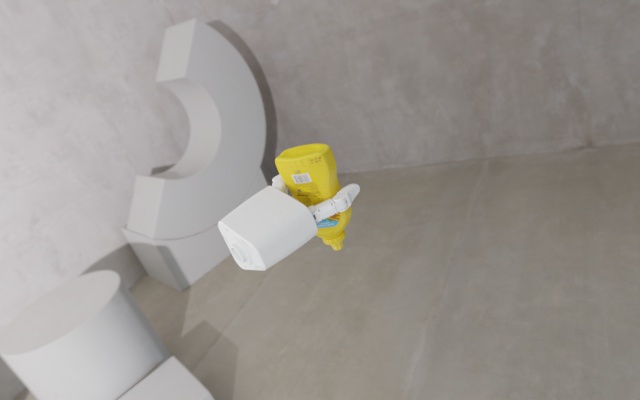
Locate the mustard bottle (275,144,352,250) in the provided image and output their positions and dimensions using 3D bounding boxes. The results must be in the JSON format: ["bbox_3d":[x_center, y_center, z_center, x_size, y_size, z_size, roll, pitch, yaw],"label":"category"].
[{"bbox_3d":[0.000,0.002,0.795,0.096,0.192,0.058,-5,30,31],"label":"mustard bottle"}]
